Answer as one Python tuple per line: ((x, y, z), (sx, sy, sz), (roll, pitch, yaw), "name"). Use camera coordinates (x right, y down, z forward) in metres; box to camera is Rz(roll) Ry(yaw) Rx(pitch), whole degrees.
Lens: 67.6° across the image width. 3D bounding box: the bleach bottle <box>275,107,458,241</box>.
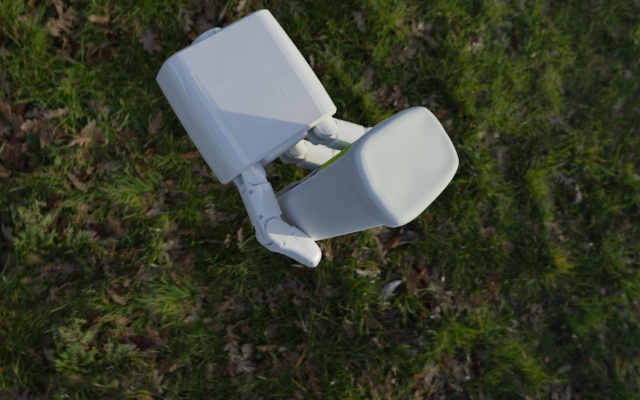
((0.000, 0.001, 0.437), (0.102, 0.068, 0.251), (-37, 7, -35), "bleach bottle")
